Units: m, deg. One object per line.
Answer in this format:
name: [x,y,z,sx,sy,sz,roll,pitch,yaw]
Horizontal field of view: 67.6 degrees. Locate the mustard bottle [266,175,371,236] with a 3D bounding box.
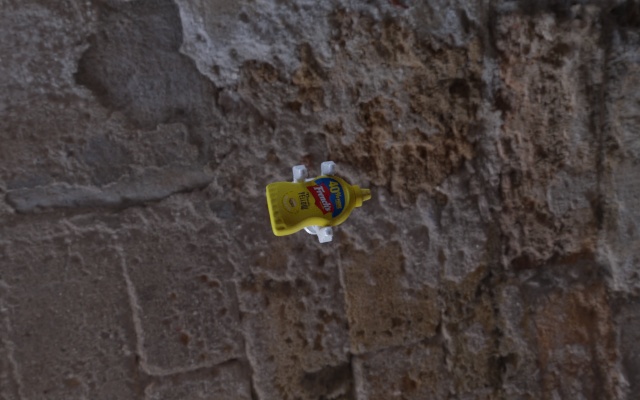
mustard bottle: [0.000,0.003,0.888,0.191,0.096,0.058,-9,-18,-9]
